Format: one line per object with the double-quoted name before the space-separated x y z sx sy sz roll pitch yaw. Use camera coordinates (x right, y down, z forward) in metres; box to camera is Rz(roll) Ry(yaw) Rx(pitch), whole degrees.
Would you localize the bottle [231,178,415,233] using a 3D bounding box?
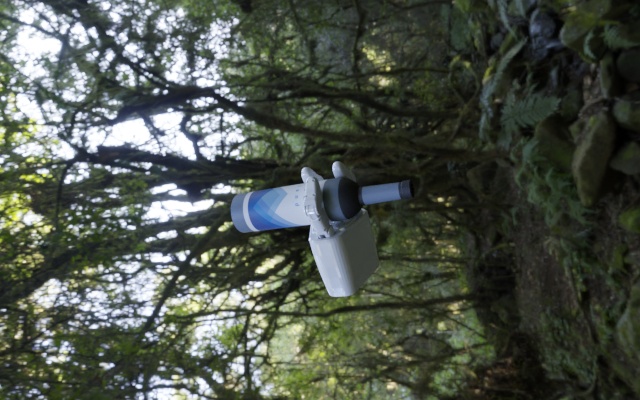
"bottle" 0.000 0.002 0.753 0.296 0.069 0.069 -8 -3 23
